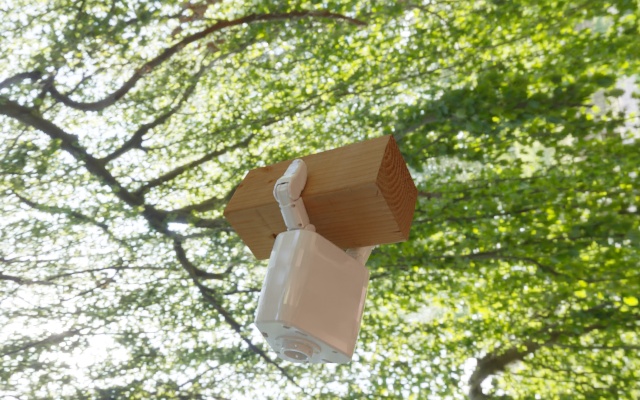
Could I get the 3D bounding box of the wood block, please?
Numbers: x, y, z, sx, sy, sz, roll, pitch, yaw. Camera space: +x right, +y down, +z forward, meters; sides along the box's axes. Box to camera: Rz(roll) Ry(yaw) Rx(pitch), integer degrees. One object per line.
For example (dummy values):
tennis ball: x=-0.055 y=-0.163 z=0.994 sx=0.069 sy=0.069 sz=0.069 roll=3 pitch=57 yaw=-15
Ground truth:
wood block: x=0.000 y=0.002 z=0.575 sx=0.206 sy=0.091 sz=0.090 roll=-11 pitch=36 yaw=30
